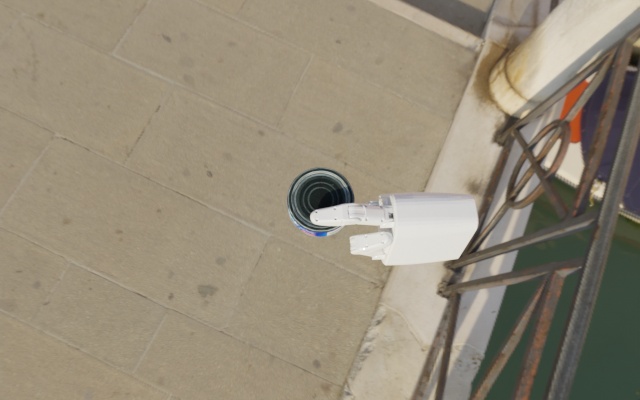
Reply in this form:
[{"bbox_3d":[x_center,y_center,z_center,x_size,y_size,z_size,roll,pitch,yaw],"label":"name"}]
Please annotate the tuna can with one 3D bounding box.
[{"bbox_3d":[0.000,0.002,0.606,0.086,0.086,0.034,0,-14,-1],"label":"tuna can"}]
